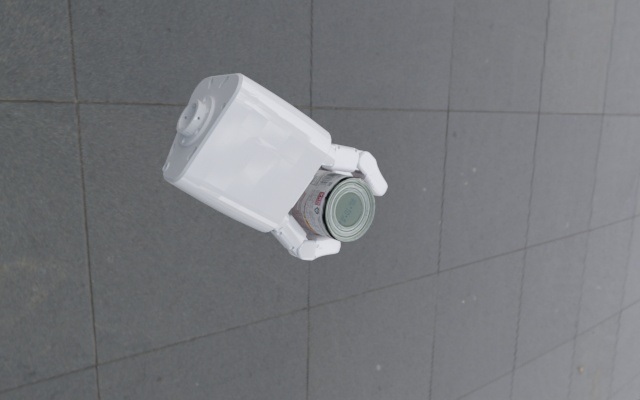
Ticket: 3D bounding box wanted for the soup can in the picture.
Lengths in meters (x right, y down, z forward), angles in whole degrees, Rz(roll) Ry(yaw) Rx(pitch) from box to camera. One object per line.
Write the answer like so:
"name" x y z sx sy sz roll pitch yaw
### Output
"soup can" 0.001 0.002 0.510 0.068 0.068 0.102 0 9 -37
